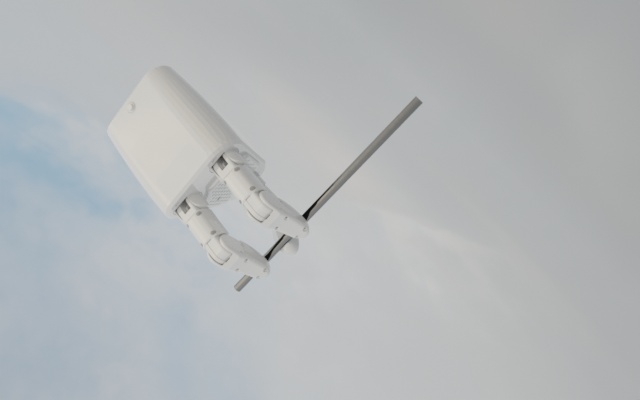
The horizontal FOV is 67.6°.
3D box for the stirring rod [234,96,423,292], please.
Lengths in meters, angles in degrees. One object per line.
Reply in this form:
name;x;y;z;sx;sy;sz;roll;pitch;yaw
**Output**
stirring rod;0.000;0.001;0.420;0.239;0.011;0.011;-46;-17;17
